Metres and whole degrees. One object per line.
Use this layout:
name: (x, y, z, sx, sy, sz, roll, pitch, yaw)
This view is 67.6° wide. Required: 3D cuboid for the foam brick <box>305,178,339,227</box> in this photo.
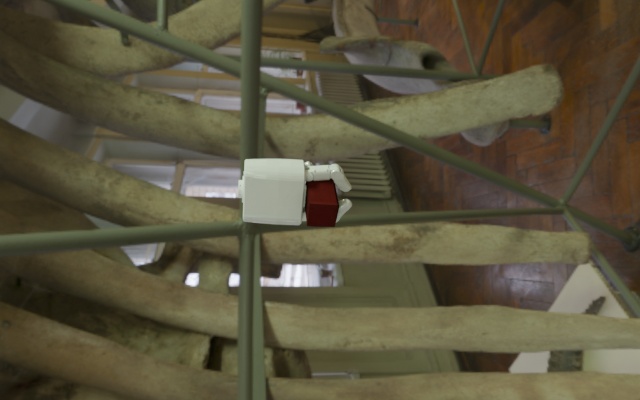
foam brick: (0.000, 0.003, 0.844, 0.051, 0.053, 0.078, 2, 39, -9)
